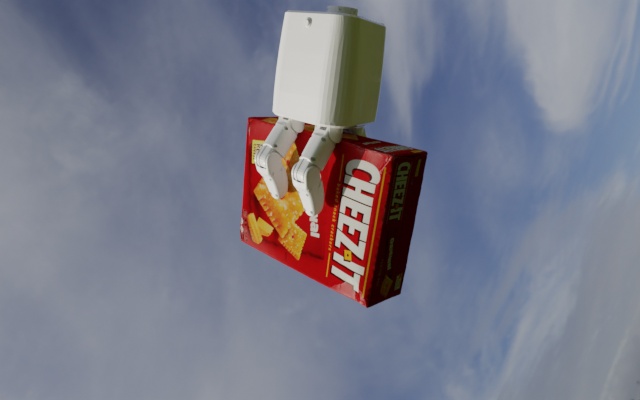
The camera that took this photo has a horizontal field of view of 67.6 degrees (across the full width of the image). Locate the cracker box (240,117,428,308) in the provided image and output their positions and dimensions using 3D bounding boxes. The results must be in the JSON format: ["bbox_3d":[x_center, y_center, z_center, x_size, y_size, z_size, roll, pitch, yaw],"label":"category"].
[{"bbox_3d":[0.000,0.002,0.548,0.213,0.164,0.072,21,22,39],"label":"cracker box"}]
